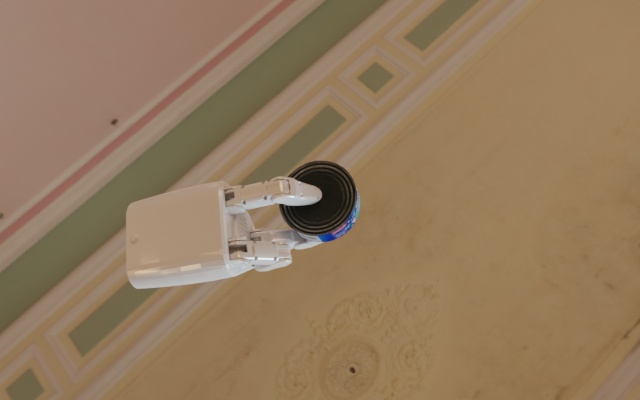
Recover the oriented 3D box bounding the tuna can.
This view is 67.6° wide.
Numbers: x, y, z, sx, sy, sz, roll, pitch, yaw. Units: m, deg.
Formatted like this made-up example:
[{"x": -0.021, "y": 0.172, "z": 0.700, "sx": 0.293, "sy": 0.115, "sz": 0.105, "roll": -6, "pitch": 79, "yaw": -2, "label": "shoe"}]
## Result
[{"x": 0.000, "y": 0.002, "z": 0.524, "sx": 0.086, "sy": 0.086, "sz": 0.034, "roll": 0, "pitch": -20, "yaw": 15, "label": "tuna can"}]
